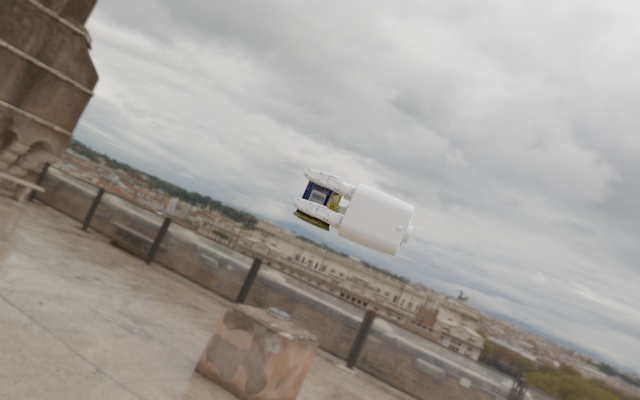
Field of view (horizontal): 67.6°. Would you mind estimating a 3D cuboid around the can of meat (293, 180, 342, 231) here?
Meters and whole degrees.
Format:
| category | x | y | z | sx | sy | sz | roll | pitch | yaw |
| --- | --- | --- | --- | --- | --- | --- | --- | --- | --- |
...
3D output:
| category | x | y | z | sx | sy | sz | roll | pitch | yaw |
| --- | --- | --- | --- | --- | --- | --- | --- | --- | --- |
| can of meat | 0.000 | 0.003 | 0.864 | 0.057 | 0.084 | 0.102 | 22 | -5 | 15 |
